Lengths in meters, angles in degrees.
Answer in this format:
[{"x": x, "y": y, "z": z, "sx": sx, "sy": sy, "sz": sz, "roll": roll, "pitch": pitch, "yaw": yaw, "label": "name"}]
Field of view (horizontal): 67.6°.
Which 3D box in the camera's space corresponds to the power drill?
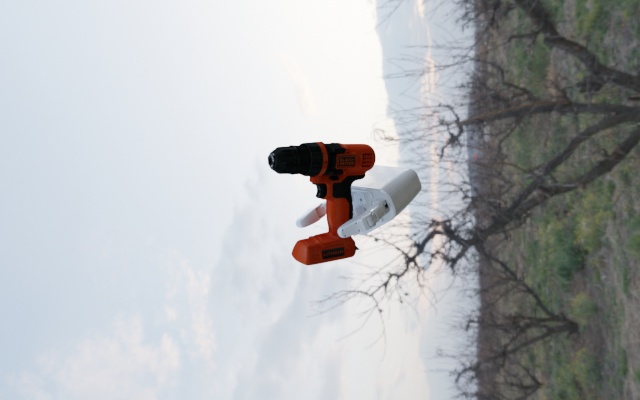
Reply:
[{"x": 0.000, "y": 0.003, "z": 0.737, "sx": 0.184, "sy": 0.188, "sz": 0.057, "roll": -5, "pitch": 19, "yaw": -32, "label": "power drill"}]
